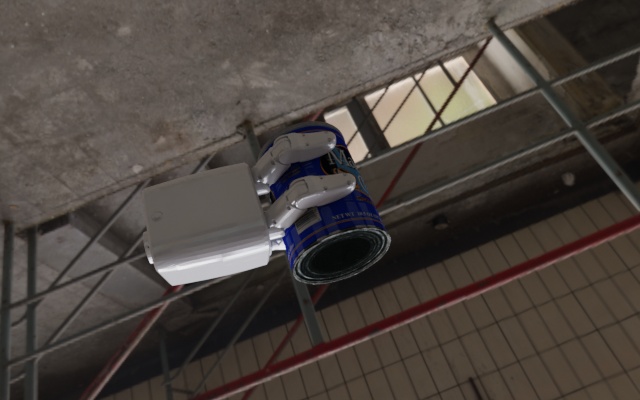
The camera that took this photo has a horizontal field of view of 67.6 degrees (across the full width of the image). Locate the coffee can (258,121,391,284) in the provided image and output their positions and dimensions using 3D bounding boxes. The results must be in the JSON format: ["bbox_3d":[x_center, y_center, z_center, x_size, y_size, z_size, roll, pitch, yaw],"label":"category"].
[{"bbox_3d":[0.000,0.002,0.505,0.103,0.140,0.103,-15,-33,-10],"label":"coffee can"}]
